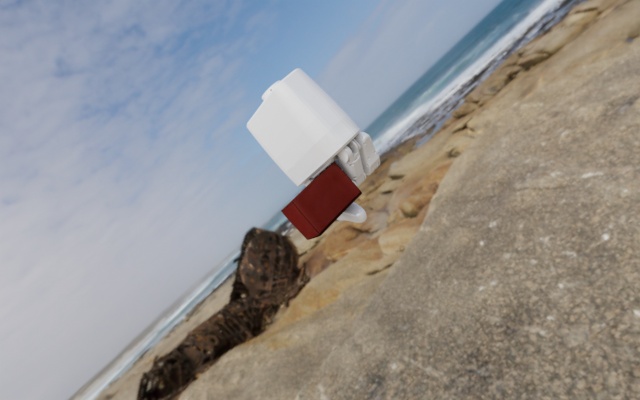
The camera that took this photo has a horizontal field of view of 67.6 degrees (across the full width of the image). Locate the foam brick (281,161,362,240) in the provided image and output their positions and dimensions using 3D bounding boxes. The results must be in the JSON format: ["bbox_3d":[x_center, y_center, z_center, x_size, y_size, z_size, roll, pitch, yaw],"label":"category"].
[{"bbox_3d":[0.000,0.002,0.578,0.078,0.051,0.053,-45,6,-23],"label":"foam brick"}]
